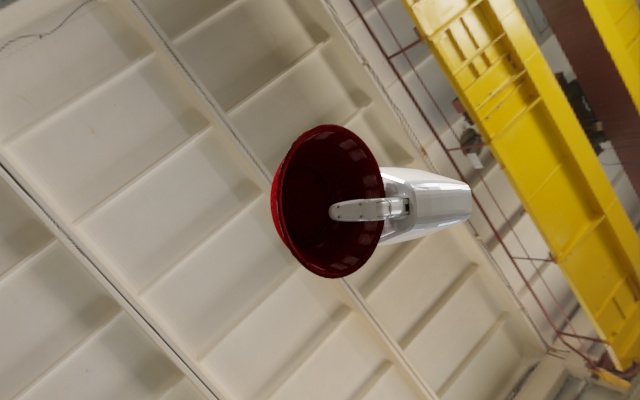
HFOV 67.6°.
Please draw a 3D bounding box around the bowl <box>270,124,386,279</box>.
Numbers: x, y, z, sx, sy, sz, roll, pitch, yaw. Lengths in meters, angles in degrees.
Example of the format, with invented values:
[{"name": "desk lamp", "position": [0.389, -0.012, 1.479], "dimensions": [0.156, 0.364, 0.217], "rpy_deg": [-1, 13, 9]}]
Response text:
[{"name": "bowl", "position": [-0.001, 0.001, 0.518], "dimensions": [0.162, 0.162, 0.055], "rpy_deg": [0, -2, -44]}]
